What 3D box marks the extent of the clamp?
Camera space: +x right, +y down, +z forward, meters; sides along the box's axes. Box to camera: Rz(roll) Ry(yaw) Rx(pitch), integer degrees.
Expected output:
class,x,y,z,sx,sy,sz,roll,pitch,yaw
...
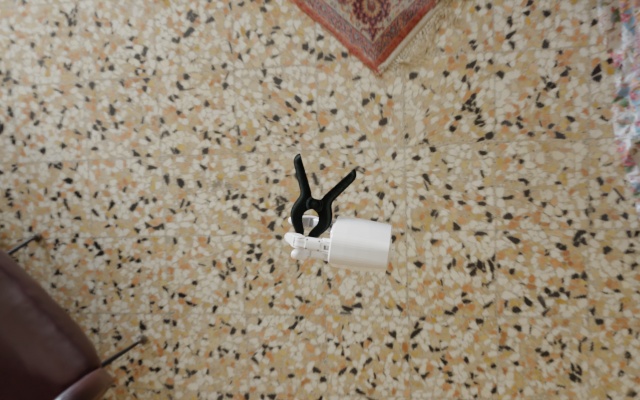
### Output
class,x,y,z,sx,sy,sz,roll,pitch,yaw
clamp,0.000,0.003,0.896,0.120,0.171,0.039,8,5,7
